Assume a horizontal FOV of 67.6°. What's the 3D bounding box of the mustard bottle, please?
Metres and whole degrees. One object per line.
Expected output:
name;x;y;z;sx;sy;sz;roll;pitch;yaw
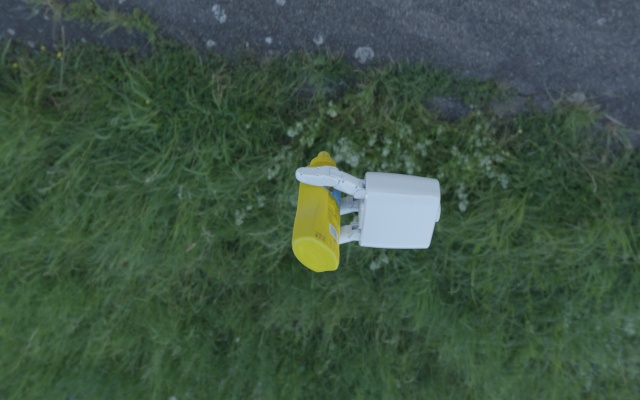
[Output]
mustard bottle;0.000;0.003;0.715;0.058;0.191;0.096;-11;-39;21
